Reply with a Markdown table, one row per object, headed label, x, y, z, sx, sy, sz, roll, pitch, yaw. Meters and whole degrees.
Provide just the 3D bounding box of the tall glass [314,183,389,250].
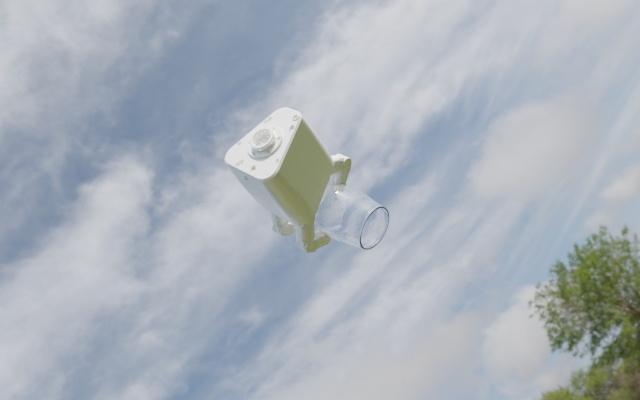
| label | x | y | z | sx | sy | sz | roll | pitch | yaw |
| --- | --- | --- | --- | --- | --- | --- | --- | --- | --- |
| tall glass | 0.000 | 0.002 | 0.687 | 0.201 | 0.079 | 0.079 | 26 | 16 | 36 |
